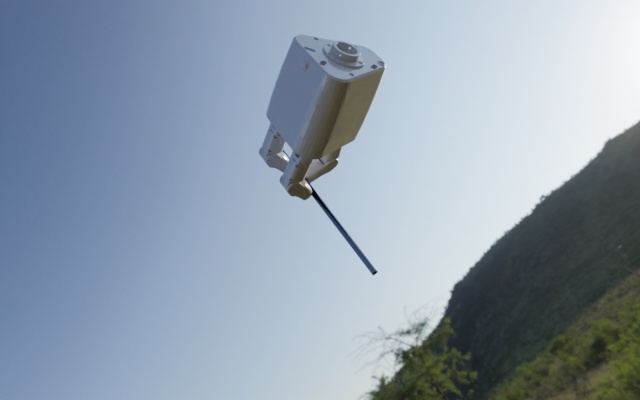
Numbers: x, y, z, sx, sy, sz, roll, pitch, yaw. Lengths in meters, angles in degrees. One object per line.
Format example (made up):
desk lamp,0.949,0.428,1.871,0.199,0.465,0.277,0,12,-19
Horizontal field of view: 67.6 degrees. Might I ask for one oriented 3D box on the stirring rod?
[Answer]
stirring rod,0.000,0.002,0.619,0.011,0.011,0.239,0,44,-48
